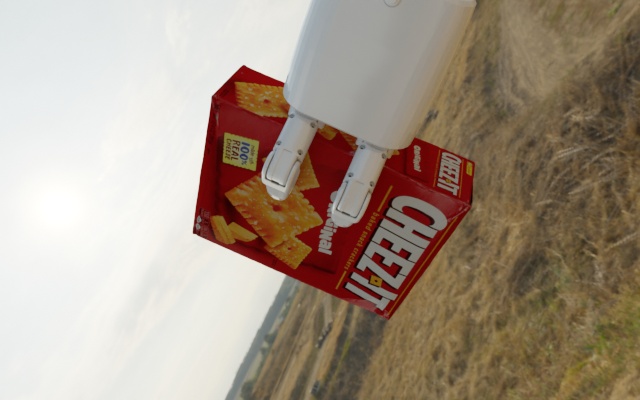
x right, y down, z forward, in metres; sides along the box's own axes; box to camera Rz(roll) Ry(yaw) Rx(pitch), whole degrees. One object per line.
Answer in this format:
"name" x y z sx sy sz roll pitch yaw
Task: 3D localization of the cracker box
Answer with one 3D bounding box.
"cracker box" 0.000 0.001 0.427 0.213 0.164 0.072 24 42 1
